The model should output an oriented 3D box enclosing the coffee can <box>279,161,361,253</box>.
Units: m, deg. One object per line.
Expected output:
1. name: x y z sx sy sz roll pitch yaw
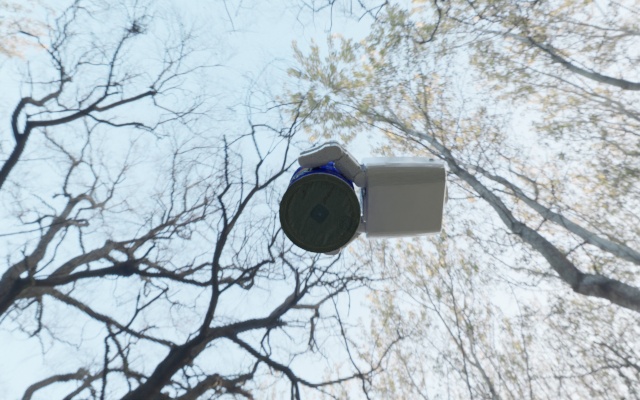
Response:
1. coffee can: 0.000 0.002 0.659 0.103 0.103 0.140 0 13 1
